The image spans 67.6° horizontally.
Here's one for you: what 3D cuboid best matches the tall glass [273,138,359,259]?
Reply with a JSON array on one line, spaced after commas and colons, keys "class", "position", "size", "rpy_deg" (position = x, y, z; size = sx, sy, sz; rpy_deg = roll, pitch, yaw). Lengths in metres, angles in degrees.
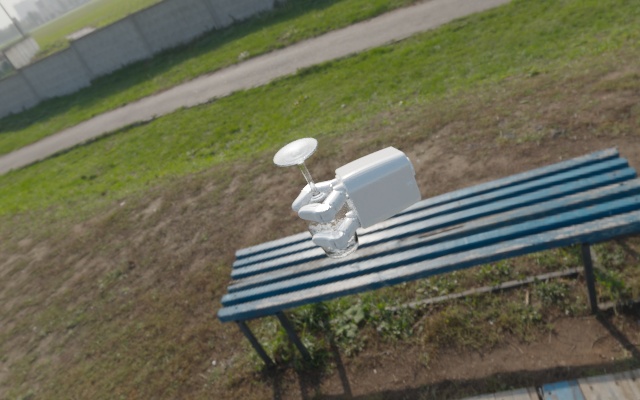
[{"class": "tall glass", "position": [0.000, 0.002, 0.773], "size": [0.079, 0.201, 0.079], "rpy_deg": [-19, 31, 12]}]
